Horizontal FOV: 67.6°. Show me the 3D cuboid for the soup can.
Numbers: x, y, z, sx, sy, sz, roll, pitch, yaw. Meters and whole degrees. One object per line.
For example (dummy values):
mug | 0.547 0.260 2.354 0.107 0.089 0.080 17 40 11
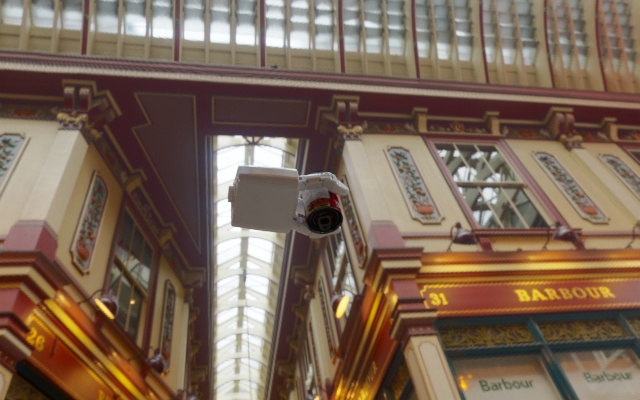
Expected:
soup can | 0.001 0.003 0.885 0.068 0.069 0.102 0 42 -11
